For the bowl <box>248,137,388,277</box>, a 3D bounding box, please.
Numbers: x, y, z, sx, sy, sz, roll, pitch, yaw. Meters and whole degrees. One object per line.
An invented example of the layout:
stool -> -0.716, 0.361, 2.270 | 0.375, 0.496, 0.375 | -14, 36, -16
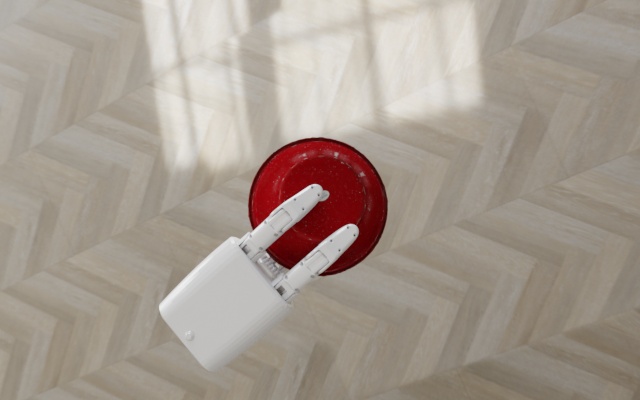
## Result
bowl -> 0.001, 0.001, 0.524 | 0.162, 0.162, 0.055 | 0, -9, -5
